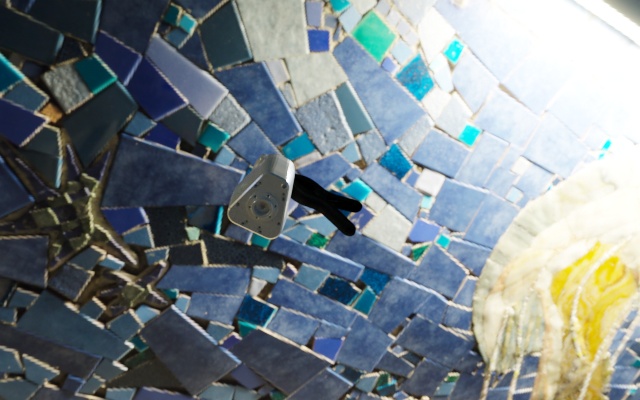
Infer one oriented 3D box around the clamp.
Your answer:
[{"bbox_3d":[0.000,0.002,0.857,0.171,0.039,0.120,23,20,-8],"label":"clamp"}]
